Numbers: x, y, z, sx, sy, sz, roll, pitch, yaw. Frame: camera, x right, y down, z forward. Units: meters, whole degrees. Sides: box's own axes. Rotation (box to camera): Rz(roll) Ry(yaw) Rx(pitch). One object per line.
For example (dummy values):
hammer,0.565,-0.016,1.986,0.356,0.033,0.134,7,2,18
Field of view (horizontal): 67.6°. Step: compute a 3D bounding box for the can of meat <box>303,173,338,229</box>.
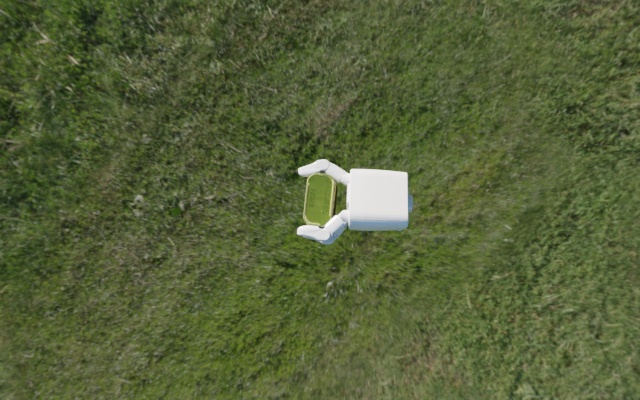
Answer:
can of meat,0.000,0.003,0.896,0.057,0.102,0.084,5,-6,4
